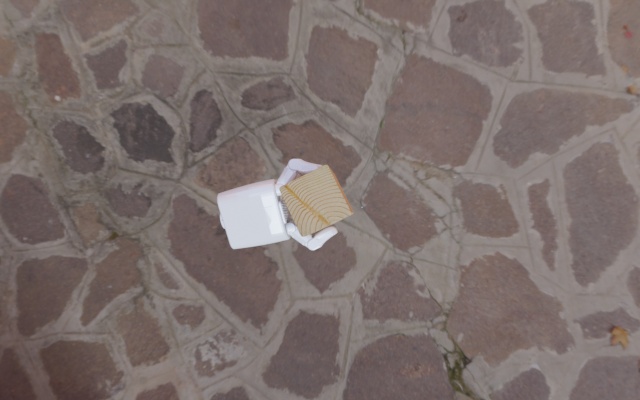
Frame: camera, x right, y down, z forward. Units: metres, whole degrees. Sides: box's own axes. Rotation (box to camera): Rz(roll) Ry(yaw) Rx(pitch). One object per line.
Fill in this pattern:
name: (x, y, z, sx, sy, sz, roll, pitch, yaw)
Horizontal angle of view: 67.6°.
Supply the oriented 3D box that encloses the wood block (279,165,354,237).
wood block: (0.000, 0.003, 0.853, 0.090, 0.091, 0.206, -26, -3, 4)
